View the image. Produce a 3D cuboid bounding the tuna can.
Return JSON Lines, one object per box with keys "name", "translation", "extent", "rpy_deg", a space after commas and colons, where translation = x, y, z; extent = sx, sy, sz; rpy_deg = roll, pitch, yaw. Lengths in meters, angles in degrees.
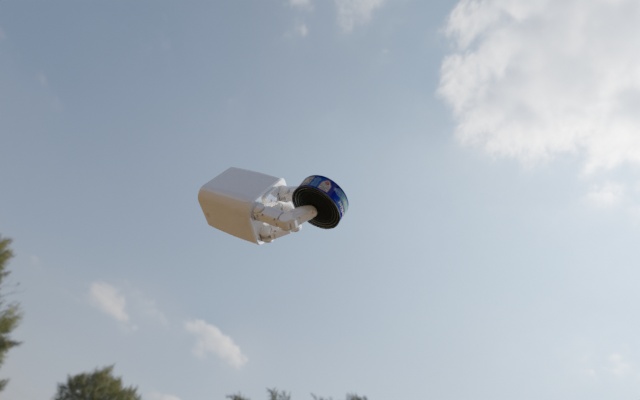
{"name": "tuna can", "translation": [0.000, 0.002, 0.745], "extent": [0.086, 0.086, 0.033], "rpy_deg": [0, 39, 40]}
